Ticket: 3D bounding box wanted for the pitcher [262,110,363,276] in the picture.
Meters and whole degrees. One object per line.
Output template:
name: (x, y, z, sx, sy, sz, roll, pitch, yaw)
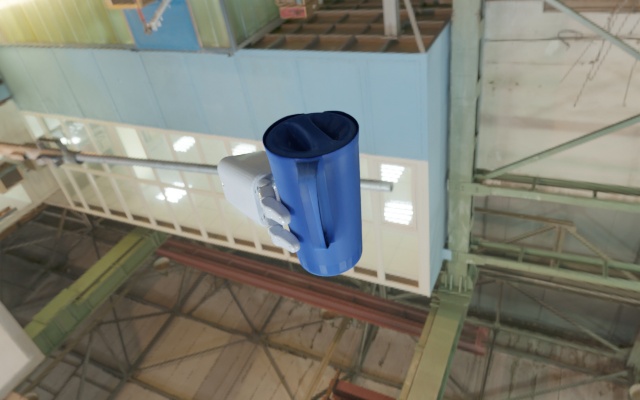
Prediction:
pitcher: (0.000, 0.002, 0.711, 0.149, 0.243, 0.145, -35, 43, -30)
